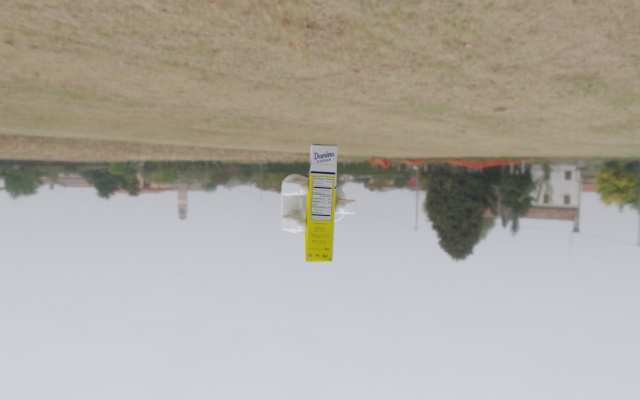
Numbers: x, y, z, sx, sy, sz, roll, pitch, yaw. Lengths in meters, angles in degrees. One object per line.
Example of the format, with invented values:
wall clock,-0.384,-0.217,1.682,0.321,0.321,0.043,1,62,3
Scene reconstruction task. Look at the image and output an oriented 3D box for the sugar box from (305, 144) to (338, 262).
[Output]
sugar box,0.000,0.003,0.745,0.048,0.176,0.093,0,3,-3
